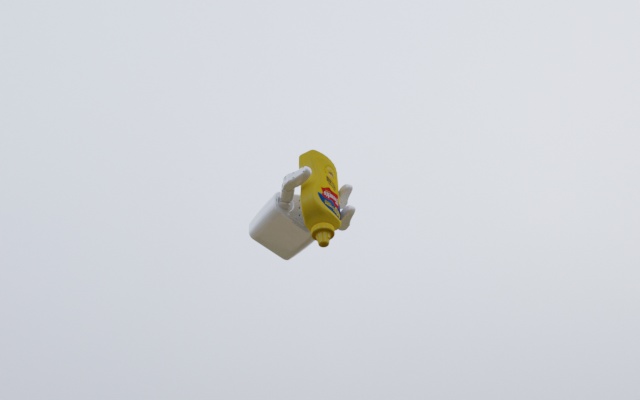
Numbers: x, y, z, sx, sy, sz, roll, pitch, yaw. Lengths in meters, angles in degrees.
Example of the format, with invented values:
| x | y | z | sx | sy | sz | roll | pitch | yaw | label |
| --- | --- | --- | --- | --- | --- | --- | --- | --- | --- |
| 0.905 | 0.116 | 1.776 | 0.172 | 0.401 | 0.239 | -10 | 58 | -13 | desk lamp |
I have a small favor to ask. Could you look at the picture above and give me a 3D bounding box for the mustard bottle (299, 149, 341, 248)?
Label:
| x | y | z | sx | sy | sz | roll | pitch | yaw | label |
| --- | --- | --- | --- | --- | --- | --- | --- | --- | --- |
| 0.000 | 0.002 | 0.864 | 0.058 | 0.191 | 0.096 | -23 | -44 | 21 | mustard bottle |
